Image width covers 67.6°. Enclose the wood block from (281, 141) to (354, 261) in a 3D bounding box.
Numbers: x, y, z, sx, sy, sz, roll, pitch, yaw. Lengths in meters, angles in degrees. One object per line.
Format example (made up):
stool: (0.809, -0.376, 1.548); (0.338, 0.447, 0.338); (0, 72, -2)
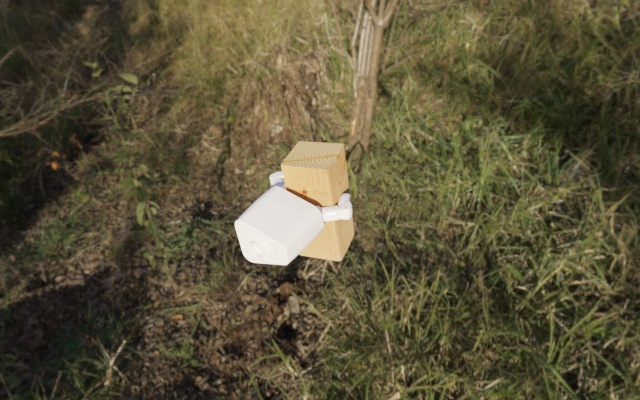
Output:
wood block: (0.000, 0.003, 0.892); (0.091, 0.206, 0.090); (7, 38, 21)
